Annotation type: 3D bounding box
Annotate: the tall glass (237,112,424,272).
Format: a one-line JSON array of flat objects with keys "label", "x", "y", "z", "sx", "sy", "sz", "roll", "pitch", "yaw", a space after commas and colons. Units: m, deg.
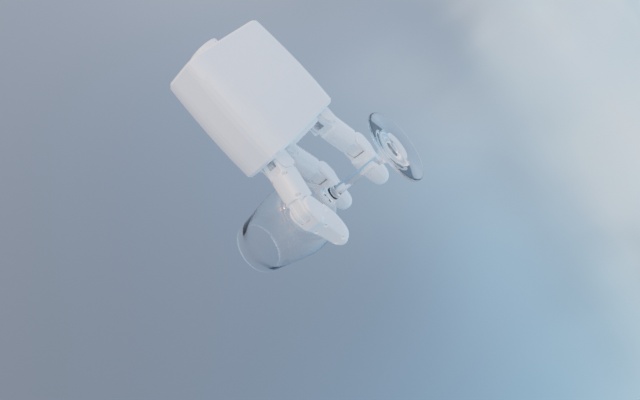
[{"label": "tall glass", "x": 0.001, "y": 0.001, "z": 0.478, "sx": 0.201, "sy": 0.079, "sz": 0.079, "roll": -37, "pitch": -21, "yaw": 31}]
